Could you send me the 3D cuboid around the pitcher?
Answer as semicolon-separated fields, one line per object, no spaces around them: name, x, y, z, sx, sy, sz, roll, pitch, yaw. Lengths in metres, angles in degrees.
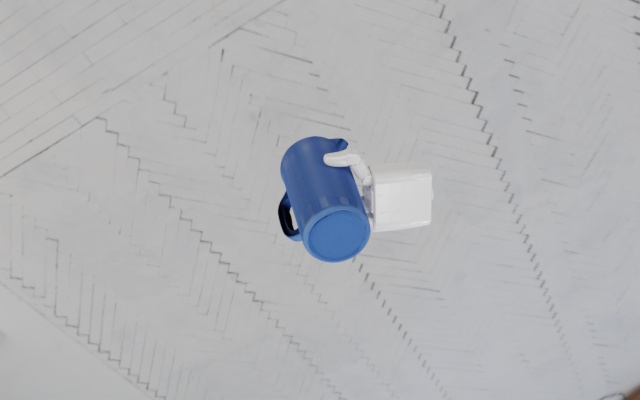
pitcher;0.000;0.003;0.830;0.145;0.149;0.242;-6;32;-7
